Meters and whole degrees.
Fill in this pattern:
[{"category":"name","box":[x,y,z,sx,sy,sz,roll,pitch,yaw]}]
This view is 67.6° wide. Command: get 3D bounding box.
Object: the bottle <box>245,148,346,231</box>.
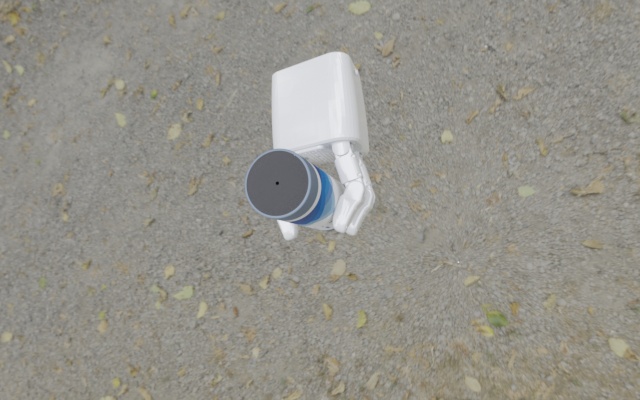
[{"category":"bottle","box":[0.000,0.002,0.583,0.069,0.069,0.296,0,-7,16]}]
